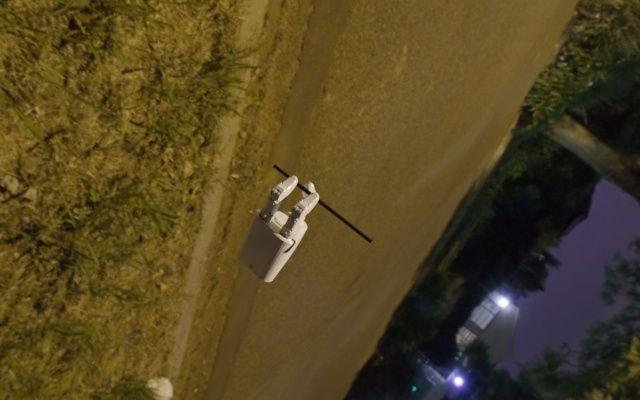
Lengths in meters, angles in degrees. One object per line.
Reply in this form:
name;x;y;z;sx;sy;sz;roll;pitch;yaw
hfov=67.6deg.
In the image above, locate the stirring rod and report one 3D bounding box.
stirring rod;0.000;0.003;0.887;0.239;0.011;0.011;38;14;19
